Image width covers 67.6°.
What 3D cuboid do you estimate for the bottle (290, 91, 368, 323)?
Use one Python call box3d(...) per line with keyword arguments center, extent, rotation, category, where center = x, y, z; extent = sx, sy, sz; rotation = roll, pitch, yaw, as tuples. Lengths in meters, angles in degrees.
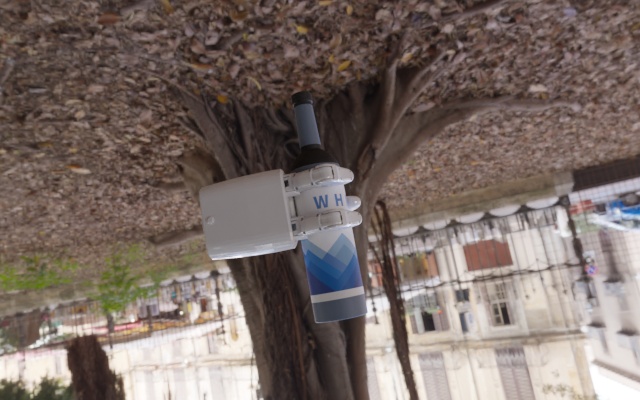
box3d(center=(0.000, 0.002, 0.614), extent=(0.069, 0.295, 0.069), rotation=(-10, -9, -2), category="bottle")
